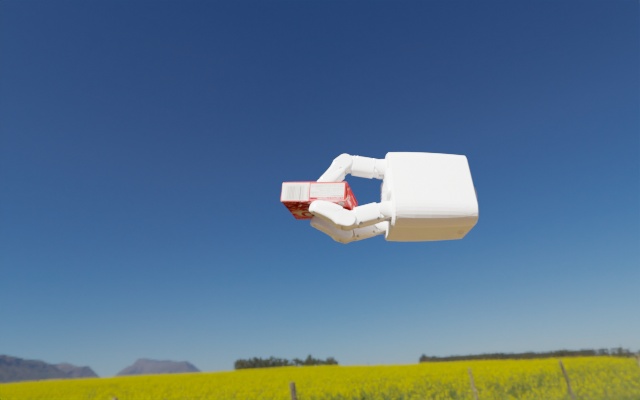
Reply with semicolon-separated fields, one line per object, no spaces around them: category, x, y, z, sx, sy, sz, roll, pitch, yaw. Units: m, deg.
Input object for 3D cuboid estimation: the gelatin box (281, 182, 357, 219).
gelatin box;0.000;0.002;0.637;0.089;0.030;0.073;0;-21;14
